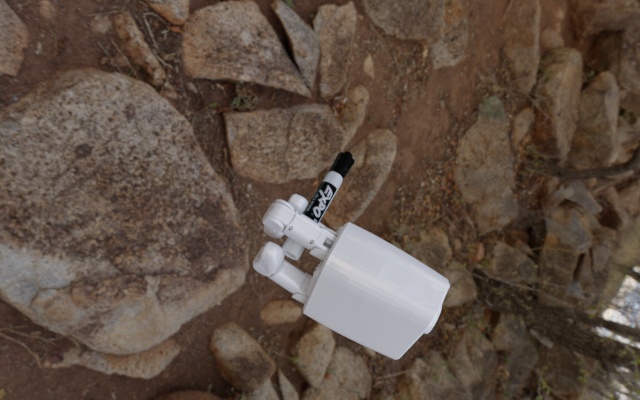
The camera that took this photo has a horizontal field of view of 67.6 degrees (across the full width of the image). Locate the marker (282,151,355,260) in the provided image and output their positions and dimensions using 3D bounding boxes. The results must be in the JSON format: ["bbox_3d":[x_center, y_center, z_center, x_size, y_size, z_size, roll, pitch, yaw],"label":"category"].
[{"bbox_3d":[0.000,0.001,0.458,0.020,0.121,0.020,26,-22,11],"label":"marker"}]
